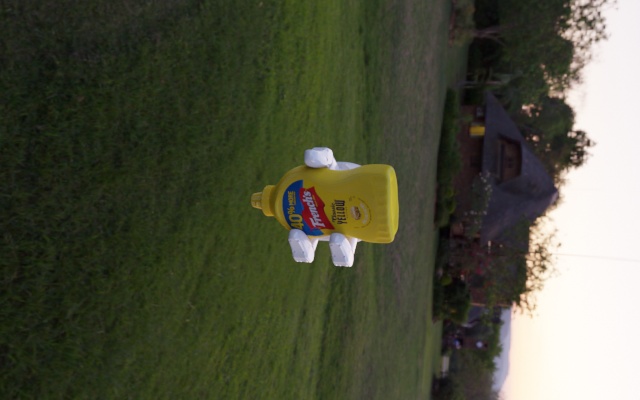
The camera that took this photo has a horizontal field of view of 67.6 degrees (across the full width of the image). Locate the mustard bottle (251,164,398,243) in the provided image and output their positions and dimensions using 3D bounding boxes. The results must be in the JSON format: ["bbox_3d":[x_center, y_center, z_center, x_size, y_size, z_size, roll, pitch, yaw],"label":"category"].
[{"bbox_3d":[0.000,0.002,0.611,0.191,0.096,0.058,2,28,20],"label":"mustard bottle"}]
